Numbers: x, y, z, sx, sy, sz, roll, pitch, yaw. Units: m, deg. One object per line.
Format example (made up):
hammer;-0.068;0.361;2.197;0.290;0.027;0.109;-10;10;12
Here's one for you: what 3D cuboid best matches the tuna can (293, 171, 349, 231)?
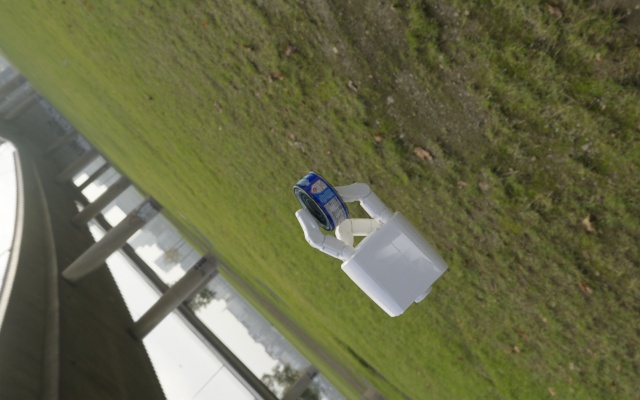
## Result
tuna can;0.000;0.003;0.680;0.033;0.086;0.086;-40;11;-14
